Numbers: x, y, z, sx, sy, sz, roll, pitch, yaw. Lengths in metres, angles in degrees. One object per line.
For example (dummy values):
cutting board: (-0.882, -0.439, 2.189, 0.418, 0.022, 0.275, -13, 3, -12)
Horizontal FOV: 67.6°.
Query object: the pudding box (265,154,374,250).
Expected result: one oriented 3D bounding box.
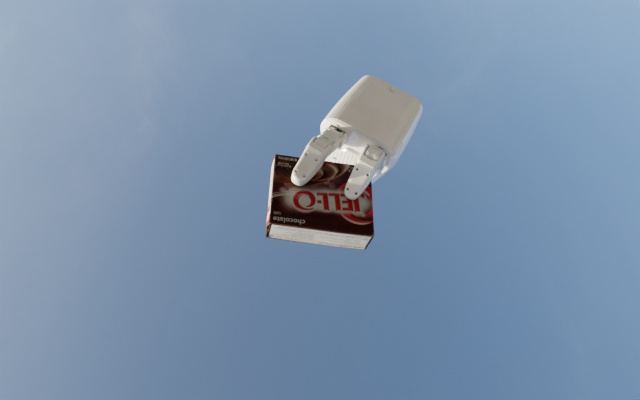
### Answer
pudding box: (0.000, 0.002, 0.519, 0.113, 0.090, 0.039, 6, -35, -8)
